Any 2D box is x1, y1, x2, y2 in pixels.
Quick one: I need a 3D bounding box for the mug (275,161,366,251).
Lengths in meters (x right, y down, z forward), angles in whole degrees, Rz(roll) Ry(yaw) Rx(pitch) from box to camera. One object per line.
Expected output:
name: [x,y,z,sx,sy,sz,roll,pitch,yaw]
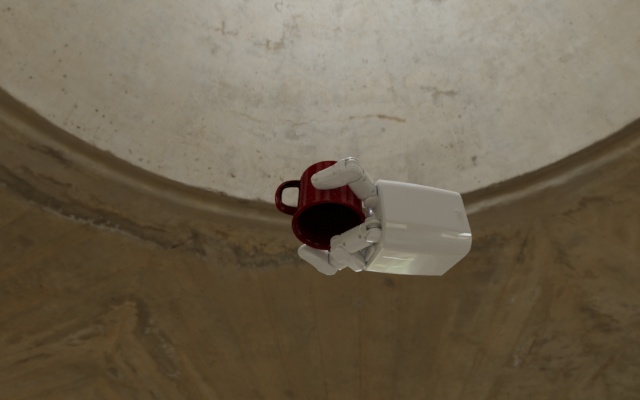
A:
mug: [-0.001,0.002,0.608,0.117,0.081,0.093,8,-45,-7]
